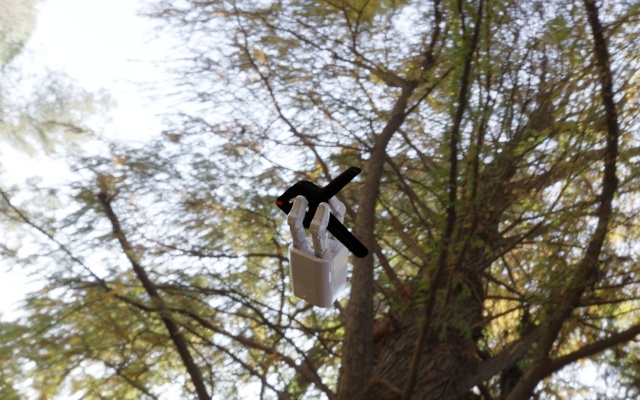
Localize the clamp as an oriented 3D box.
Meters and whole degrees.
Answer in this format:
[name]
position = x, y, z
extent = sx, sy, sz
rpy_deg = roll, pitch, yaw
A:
[clamp]
position = 0.000, 0.003, 0.872
extent = 0.210, 0.165, 0.036
rpy_deg = 17, 27, 37
